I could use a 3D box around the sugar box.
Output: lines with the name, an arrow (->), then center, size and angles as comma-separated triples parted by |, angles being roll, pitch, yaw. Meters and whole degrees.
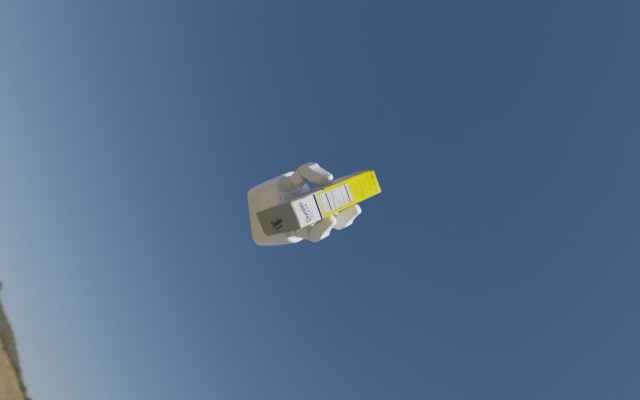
sugar box -> 0.000, 0.003, 0.725 | 0.176, 0.048, 0.093 | -26, 6, -39
